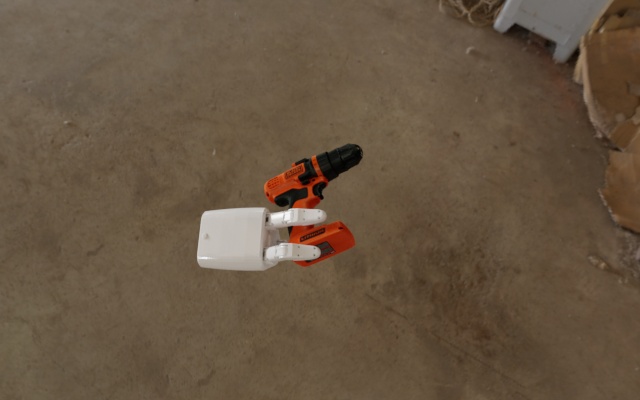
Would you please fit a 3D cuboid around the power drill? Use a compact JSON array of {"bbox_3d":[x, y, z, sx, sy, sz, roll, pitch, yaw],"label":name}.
[{"bbox_3d":[0.000,0.003,0.779,0.184,0.187,0.057,-26,-44,14],"label":"power drill"}]
